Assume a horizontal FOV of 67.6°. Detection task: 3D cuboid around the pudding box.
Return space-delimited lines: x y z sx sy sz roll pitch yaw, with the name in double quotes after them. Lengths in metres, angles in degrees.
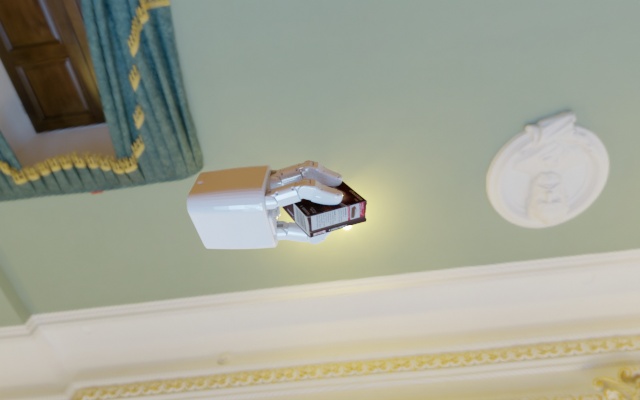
0.000 0.002 0.675 0.090 0.039 0.113 -16 33 -20 "pudding box"
